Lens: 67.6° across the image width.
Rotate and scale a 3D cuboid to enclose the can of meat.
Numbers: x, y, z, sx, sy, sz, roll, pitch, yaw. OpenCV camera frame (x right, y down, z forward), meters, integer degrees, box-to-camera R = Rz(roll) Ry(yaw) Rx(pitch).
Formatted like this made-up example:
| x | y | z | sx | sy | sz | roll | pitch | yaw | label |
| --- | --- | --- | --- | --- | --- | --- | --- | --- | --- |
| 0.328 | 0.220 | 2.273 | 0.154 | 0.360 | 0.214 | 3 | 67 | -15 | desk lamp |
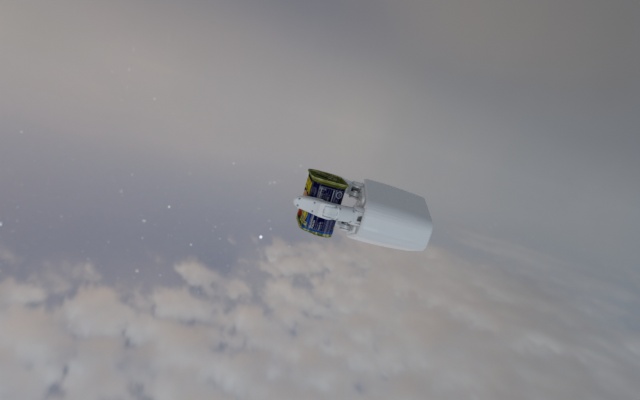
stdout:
| x | y | z | sx | sy | sz | roll | pitch | yaw | label |
| --- | --- | --- | --- | --- | --- | --- | --- | --- | --- |
| 0.000 | 0.003 | 0.738 | 0.057 | 0.084 | 0.102 | 14 | 10 | -9 | can of meat |
